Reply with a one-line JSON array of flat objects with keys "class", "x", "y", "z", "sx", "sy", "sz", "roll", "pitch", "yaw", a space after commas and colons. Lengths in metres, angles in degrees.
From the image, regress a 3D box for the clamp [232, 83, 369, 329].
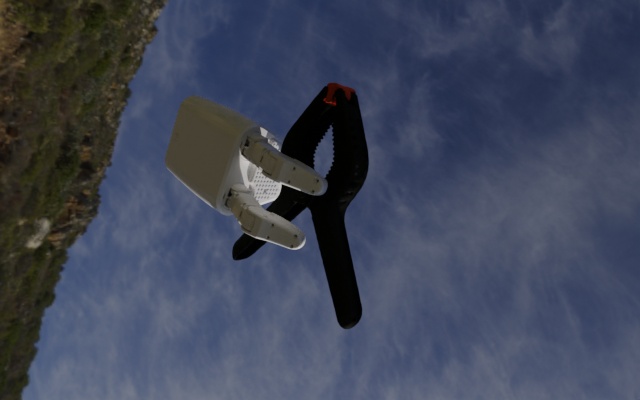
[{"class": "clamp", "x": 0.001, "y": 0.001, "z": 0.442, "sx": 0.164, "sy": 0.210, "sz": 0.036, "roll": 31, "pitch": 19, "yaw": 33}]
